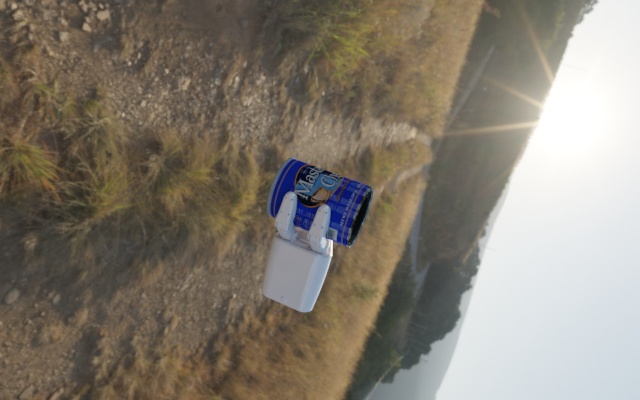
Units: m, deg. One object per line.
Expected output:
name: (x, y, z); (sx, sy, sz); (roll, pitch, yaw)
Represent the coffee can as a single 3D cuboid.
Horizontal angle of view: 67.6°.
coffee can: (0.000, 0.002, 0.757); (0.140, 0.103, 0.103); (21, 5, 14)
